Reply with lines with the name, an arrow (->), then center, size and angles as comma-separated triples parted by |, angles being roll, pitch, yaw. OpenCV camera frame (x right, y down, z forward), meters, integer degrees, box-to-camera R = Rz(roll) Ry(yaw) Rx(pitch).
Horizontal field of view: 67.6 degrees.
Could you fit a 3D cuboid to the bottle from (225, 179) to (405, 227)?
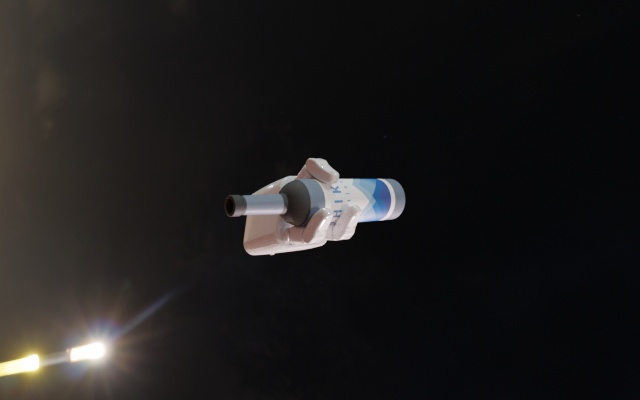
bottle -> 0.000, 0.002, 0.689 | 0.296, 0.069, 0.069 | -2, 1, -39
